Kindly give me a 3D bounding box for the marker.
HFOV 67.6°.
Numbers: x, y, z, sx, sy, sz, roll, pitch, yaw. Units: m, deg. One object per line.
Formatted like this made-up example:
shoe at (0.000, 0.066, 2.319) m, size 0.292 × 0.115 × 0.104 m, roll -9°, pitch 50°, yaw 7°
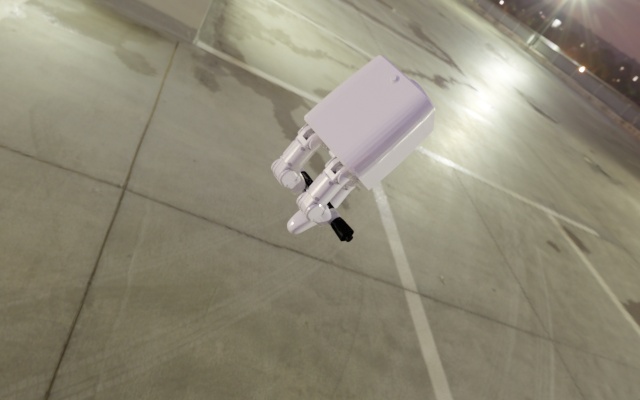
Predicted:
marker at (0.000, 0.002, 0.558) m, size 0.020 × 0.020 × 0.121 m, roll 0°, pitch 43°, yaw -49°
